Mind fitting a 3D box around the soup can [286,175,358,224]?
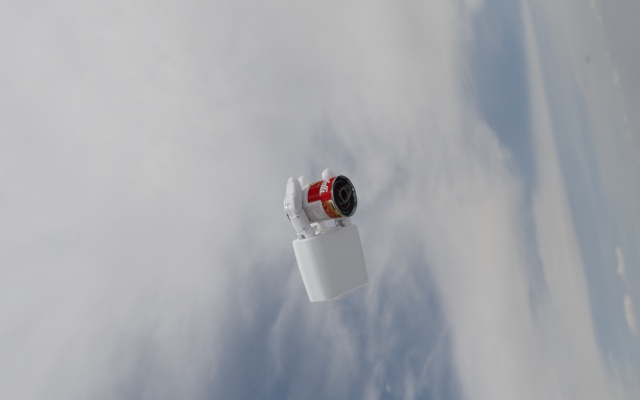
[{"bbox_3d":[0.000,0.002,0.785,0.102,0.068,0.068,-14,-8,36],"label":"soup can"}]
